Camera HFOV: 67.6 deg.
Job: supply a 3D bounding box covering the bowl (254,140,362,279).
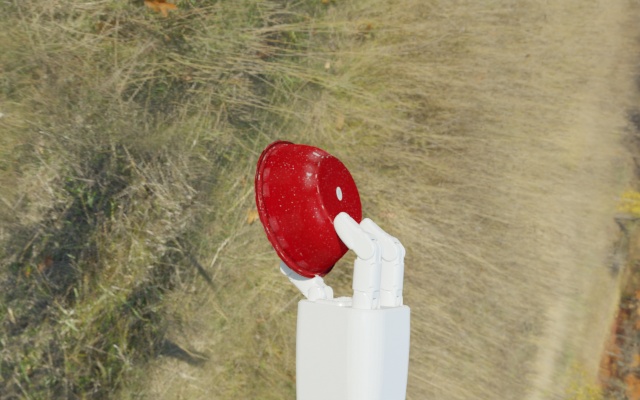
[{"bbox_3d":[0.000,0.000,0.528,0.055,0.162,0.162,-19,-10,30],"label":"bowl"}]
